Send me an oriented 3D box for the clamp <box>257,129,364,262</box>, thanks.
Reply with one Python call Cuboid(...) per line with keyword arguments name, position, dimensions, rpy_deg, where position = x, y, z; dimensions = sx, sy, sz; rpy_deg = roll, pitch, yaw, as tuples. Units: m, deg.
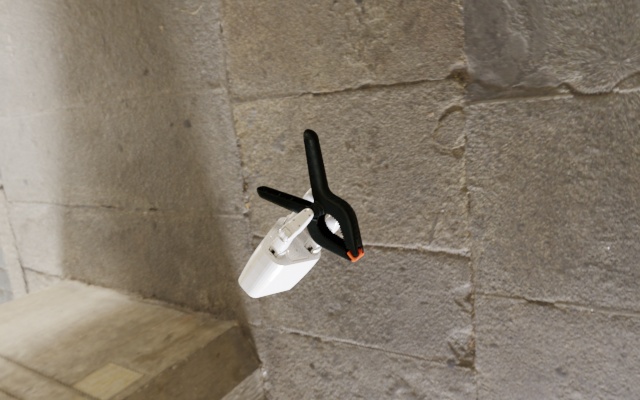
Cuboid(name="clamp", position=(0.000, 0.003, 0.754), dimensions=(0.036, 0.210, 0.165), rpy_deg=(-28, -20, -50))
